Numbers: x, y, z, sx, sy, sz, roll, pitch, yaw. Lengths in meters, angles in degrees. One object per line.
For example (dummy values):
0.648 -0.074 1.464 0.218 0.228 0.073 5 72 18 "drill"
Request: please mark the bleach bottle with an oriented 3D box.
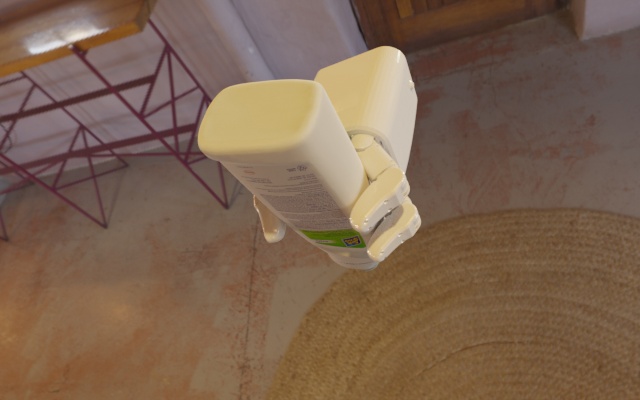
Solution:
0.000 0.001 0.437 0.102 0.068 0.251 1 -30 25 "bleach bottle"
